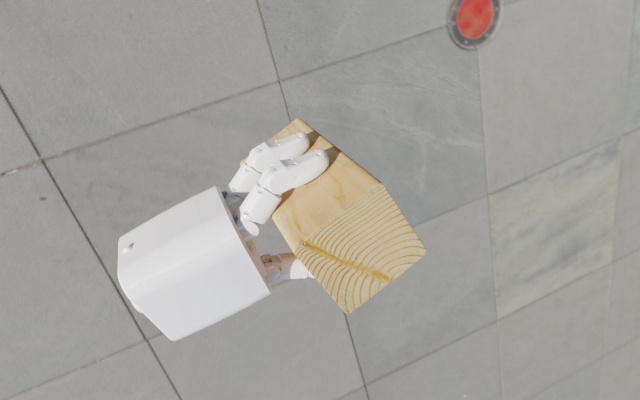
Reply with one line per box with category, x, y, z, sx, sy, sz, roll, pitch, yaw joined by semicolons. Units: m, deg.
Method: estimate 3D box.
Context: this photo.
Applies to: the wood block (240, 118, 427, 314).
wood block;0.000;0.002;0.473;0.090;0.091;0.206;-38;32;-2
